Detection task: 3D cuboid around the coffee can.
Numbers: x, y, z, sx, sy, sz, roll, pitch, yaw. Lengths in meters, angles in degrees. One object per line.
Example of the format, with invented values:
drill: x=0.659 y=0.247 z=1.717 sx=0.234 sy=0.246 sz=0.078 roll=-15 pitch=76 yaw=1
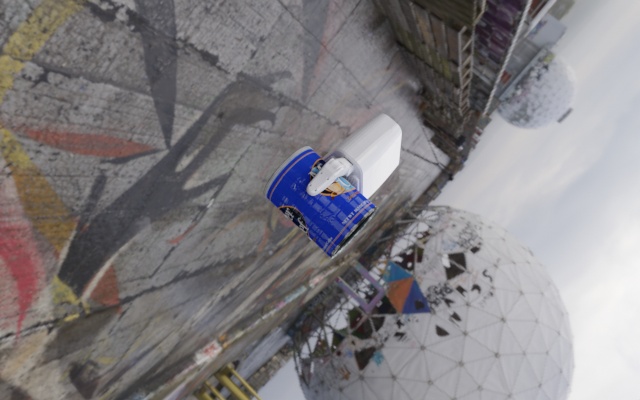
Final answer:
coffee can: x=0.000 y=0.002 z=0.714 sx=0.140 sy=0.103 sz=0.103 roll=42 pitch=9 yaw=10
